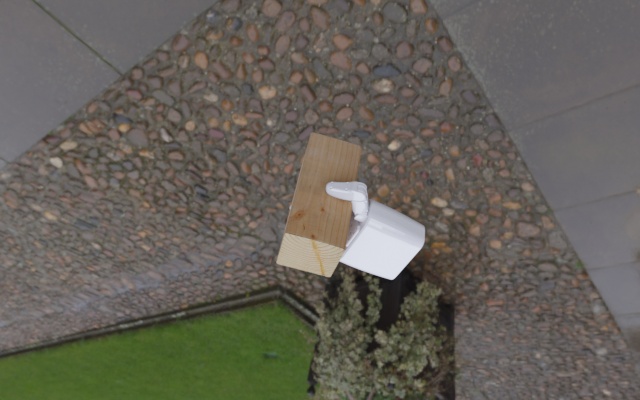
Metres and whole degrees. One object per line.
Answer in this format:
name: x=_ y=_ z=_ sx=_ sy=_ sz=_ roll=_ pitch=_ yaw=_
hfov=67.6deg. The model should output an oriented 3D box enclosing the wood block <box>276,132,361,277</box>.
wood block: x=0.001 y=0.003 z=0.760 sx=0.090 sy=0.206 sz=0.091 roll=16 pitch=-38 yaw=-5
